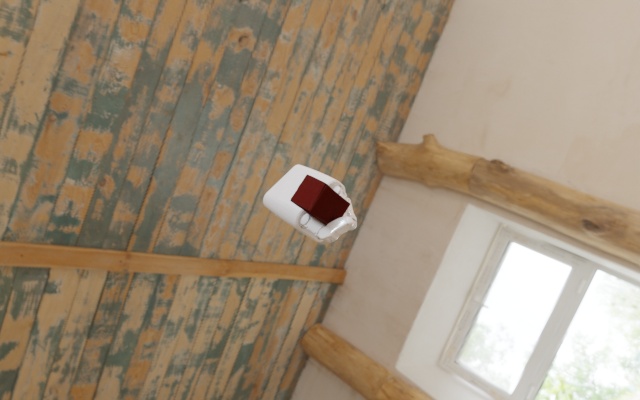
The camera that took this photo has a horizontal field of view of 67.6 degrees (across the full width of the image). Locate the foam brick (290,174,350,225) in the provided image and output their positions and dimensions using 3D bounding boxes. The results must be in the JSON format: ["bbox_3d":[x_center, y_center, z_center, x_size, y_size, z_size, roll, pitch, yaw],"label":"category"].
[{"bbox_3d":[0.000,0.002,0.776,0.051,0.053,0.078,29,-6,42],"label":"foam brick"}]
